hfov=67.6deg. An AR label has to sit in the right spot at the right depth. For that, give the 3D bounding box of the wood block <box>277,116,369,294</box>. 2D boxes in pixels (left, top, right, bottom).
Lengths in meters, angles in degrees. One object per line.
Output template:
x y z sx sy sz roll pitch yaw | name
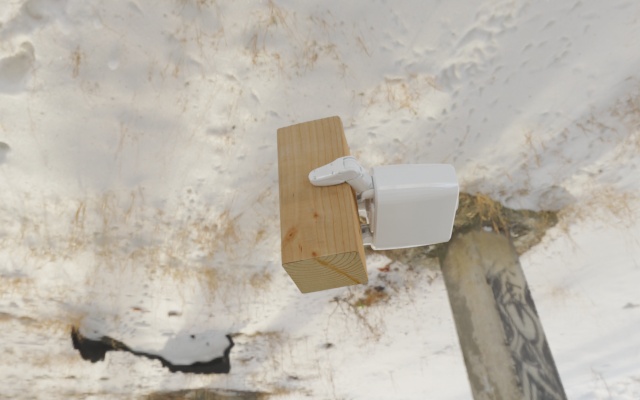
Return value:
0.000 0.002 0.620 0.090 0.206 0.091 -11 -34 8 | wood block
